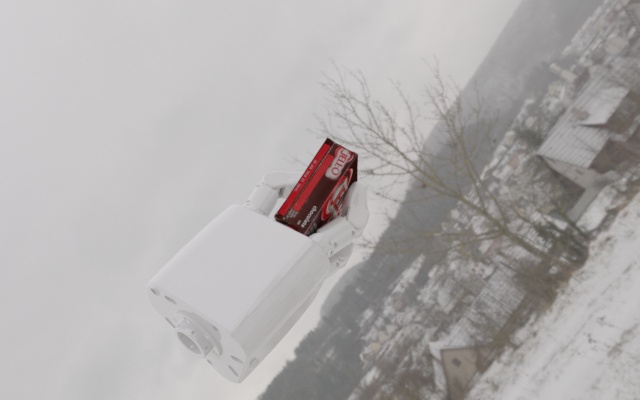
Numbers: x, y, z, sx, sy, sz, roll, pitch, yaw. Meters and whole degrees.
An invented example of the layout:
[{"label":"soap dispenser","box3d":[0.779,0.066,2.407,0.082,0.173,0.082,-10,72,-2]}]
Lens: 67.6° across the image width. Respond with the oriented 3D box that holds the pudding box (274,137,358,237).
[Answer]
[{"label":"pudding box","box3d":[0.000,0.001,0.470,0.039,0.090,0.113,32,-11,10]}]
